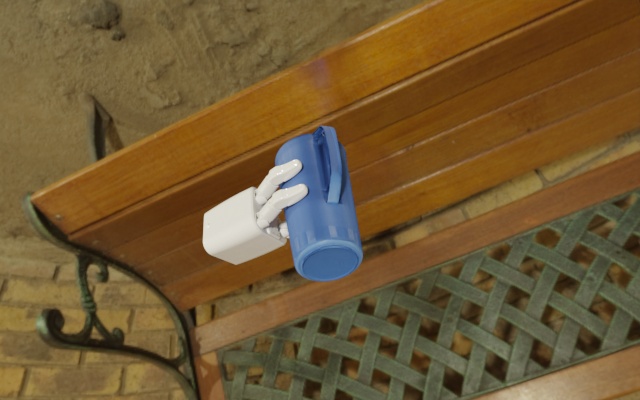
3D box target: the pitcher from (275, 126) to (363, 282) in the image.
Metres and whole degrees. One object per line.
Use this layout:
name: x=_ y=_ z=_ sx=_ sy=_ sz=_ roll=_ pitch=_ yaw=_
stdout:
pitcher: x=0.000 y=0.003 z=0.802 sx=0.145 sy=0.242 sz=0.149 roll=-25 pitch=-44 yaw=15
